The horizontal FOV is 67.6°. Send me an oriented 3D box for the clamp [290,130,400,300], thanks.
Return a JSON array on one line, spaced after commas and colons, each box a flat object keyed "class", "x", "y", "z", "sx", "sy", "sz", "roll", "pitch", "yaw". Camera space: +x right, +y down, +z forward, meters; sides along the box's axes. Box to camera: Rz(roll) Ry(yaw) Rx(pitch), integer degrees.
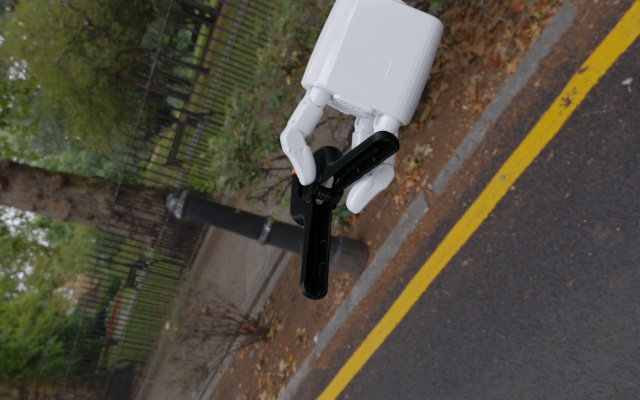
[{"class": "clamp", "x": -0.001, "y": 0.001, "z": 0.503, "sx": 0.036, "sy": 0.164, "sz": 0.210, "roll": 24, "pitch": 1, "yaw": -19}]
